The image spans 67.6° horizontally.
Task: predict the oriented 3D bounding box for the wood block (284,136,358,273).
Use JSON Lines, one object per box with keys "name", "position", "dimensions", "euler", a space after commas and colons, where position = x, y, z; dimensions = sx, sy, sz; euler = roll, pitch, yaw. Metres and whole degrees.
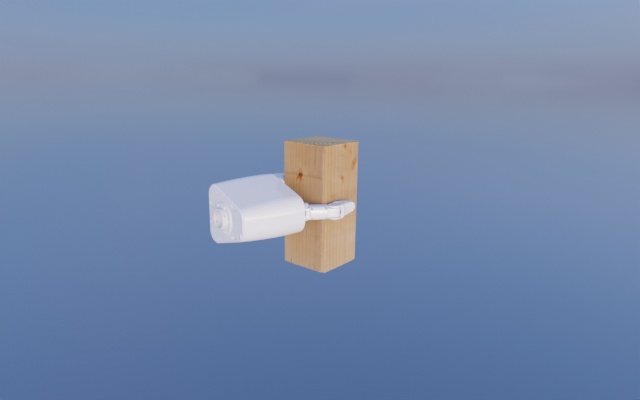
{"name": "wood block", "position": [0.000, 0.003, 0.799], "dimensions": [0.091, 0.206, 0.090], "euler": [12, 18, 38]}
